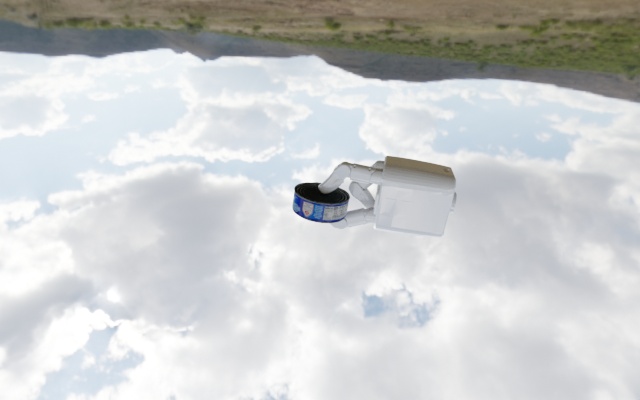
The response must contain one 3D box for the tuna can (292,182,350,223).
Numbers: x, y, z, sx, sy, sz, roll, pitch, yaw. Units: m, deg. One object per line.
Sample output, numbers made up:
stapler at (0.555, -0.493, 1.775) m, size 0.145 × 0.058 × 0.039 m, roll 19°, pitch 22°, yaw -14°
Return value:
tuna can at (0.000, 0.003, 0.727) m, size 0.086 × 0.034 × 0.086 m, roll 8°, pitch 22°, yaw -3°
